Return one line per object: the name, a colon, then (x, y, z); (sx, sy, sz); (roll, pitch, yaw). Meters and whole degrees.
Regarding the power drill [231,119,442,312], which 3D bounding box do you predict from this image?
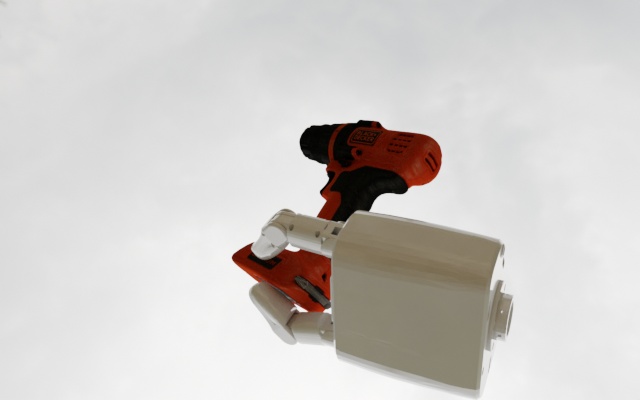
power drill: (0.000, 0.002, 0.456); (0.184, 0.187, 0.057); (16, -24, 52)
